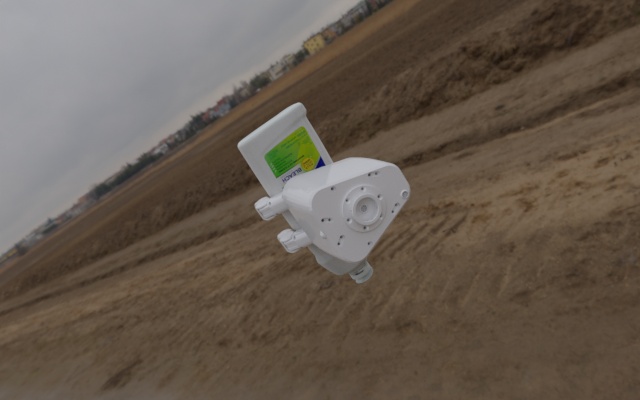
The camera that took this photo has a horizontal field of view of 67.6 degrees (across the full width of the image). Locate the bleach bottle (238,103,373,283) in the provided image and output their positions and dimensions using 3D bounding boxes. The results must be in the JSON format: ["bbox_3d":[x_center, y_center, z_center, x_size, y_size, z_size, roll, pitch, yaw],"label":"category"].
[{"bbox_3d":[0.000,0.002,0.641,0.102,0.251,0.068,-37,15,-10],"label":"bleach bottle"}]
